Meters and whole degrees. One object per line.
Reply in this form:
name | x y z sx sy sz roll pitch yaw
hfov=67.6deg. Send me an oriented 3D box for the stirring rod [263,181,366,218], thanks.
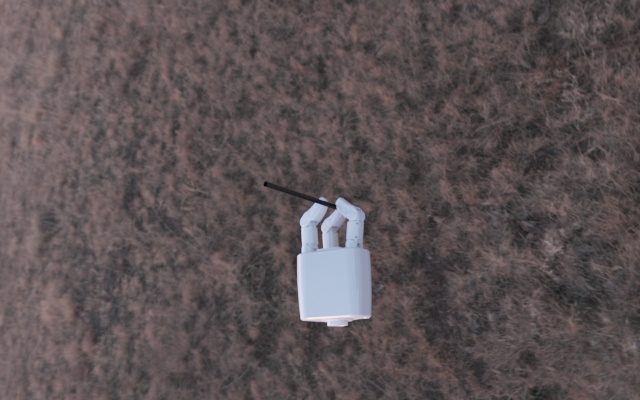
stirring rod | 0.000 0.003 0.770 0.011 0.011 0.239 0 -13 42
